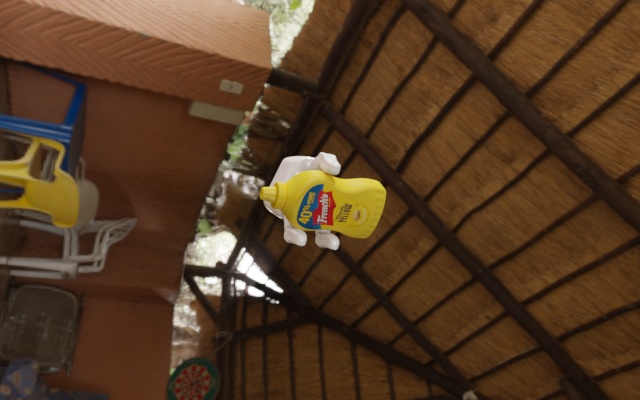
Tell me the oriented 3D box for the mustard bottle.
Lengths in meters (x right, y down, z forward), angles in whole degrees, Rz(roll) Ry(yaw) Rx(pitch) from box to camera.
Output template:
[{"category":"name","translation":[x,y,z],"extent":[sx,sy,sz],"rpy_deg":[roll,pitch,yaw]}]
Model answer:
[{"category":"mustard bottle","translation":[0.000,0.003,0.739],"extent":[0.191,0.096,0.058],"rpy_deg":[9,28,-22]}]
